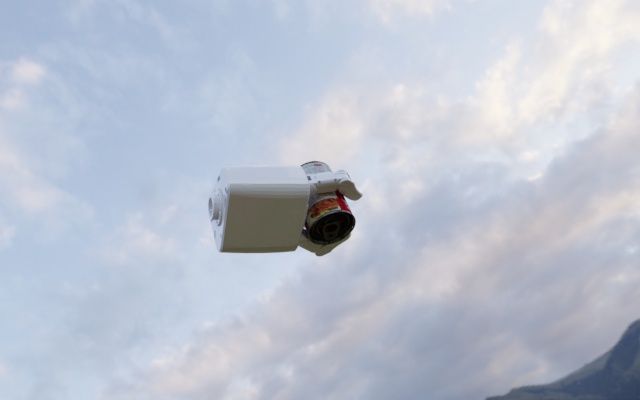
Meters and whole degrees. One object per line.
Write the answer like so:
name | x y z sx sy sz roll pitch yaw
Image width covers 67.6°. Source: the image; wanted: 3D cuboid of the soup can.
soup can | 0.001 0.002 0.670 0.068 0.102 0.069 -14 -40 -12
